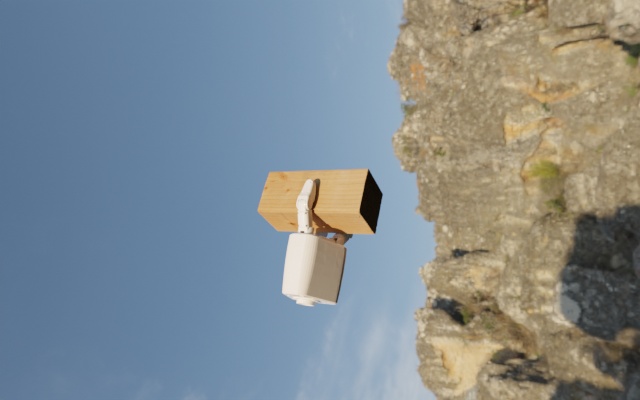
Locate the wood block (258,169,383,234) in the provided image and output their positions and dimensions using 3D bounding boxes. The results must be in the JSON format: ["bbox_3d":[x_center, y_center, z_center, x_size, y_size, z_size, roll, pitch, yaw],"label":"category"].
[{"bbox_3d":[0.000,0.003,0.893,0.206,0.090,0.091,0,-30,27],"label":"wood block"}]
